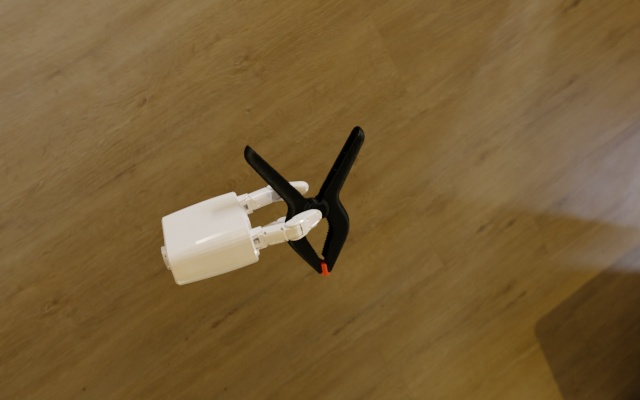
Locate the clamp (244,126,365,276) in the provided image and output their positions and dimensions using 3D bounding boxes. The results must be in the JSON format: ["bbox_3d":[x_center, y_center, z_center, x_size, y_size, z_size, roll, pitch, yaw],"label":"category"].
[{"bbox_3d":[0.000,0.003,0.662,0.164,0.210,0.036,-18,20,-9],"label":"clamp"}]
